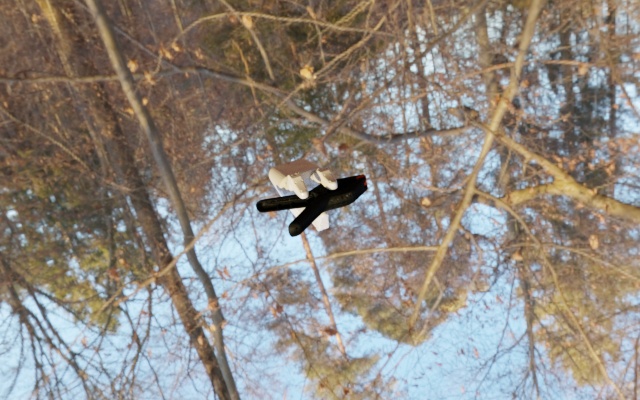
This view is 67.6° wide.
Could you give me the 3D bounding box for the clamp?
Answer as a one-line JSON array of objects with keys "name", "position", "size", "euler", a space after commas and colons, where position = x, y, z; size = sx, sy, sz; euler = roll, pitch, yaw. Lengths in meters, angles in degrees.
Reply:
[{"name": "clamp", "position": [0.001, 0.003, 0.869], "size": [0.210, 0.036, 0.164], "euler": [-19, 24, -15]}]
